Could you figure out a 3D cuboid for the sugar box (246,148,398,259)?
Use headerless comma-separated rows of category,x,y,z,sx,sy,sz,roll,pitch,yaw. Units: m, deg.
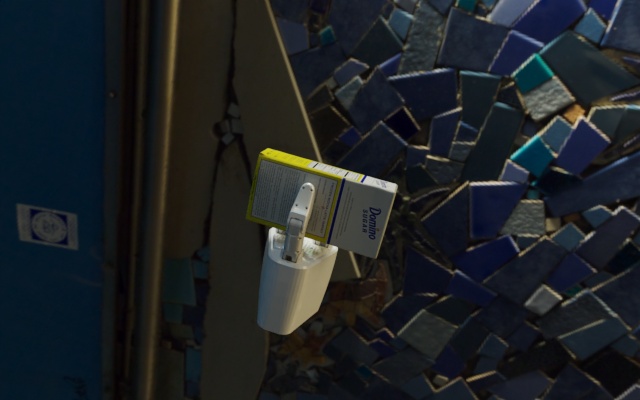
sugar box,0.000,0.002,0.607,0.176,0.093,0.048,16,20,6
